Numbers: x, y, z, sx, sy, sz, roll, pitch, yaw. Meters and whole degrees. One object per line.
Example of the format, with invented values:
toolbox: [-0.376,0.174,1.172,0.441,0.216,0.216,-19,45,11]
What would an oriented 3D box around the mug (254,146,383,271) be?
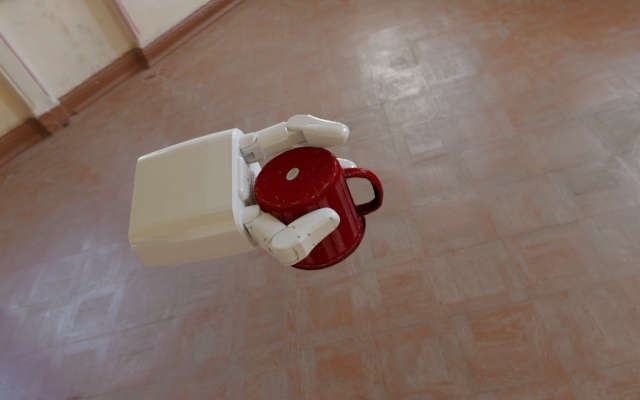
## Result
mug: [0.001,0.001,0.443,0.117,0.093,0.082,-13,-47,10]
